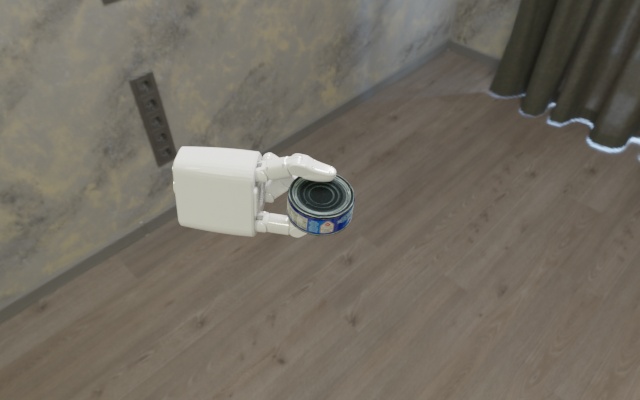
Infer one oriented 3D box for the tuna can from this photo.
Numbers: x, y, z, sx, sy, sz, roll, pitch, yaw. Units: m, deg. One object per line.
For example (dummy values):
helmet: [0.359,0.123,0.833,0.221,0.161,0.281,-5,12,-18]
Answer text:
tuna can: [0.000,0.002,0.604,0.086,0.086,0.034,0,-43,-7]
